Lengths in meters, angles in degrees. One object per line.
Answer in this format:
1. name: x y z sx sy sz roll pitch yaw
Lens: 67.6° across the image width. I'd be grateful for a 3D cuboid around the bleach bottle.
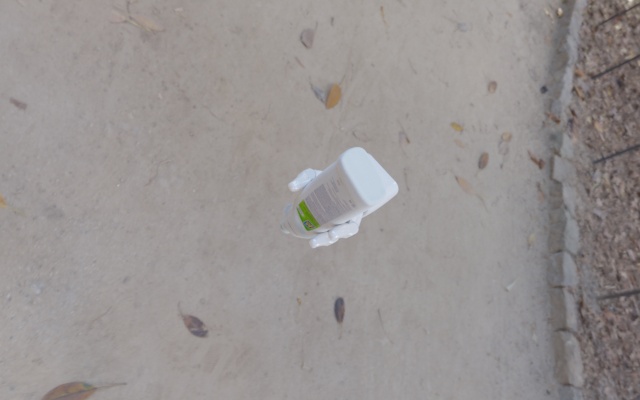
1. bleach bottle: 0.000 0.003 0.849 0.068 0.102 0.251 -30 0 -42
